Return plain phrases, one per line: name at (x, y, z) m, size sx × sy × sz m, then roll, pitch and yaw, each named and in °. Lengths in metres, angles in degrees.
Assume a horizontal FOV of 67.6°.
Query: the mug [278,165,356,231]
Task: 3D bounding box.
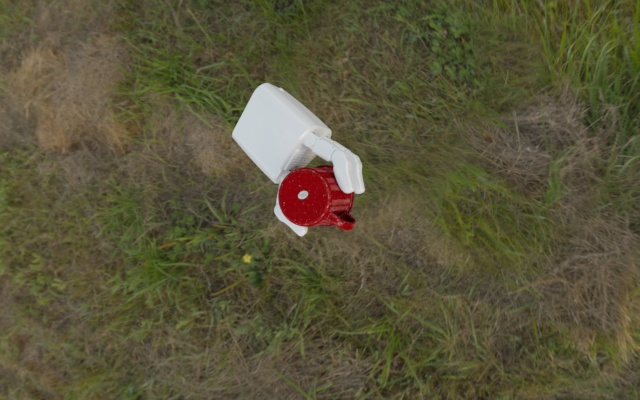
mug at (0.001, 0.003, 0.677) m, size 0.117 × 0.093 × 0.081 m, roll 43°, pitch 17°, yaw 16°
